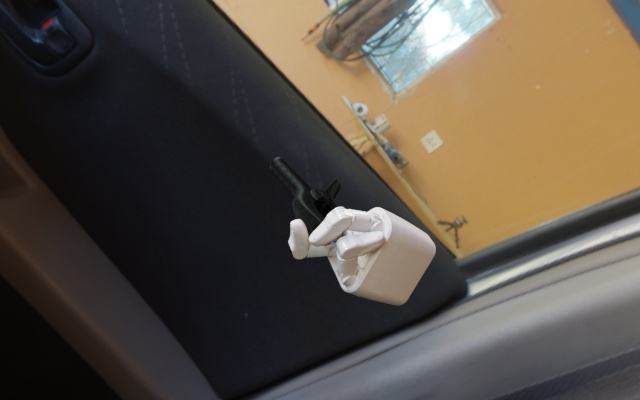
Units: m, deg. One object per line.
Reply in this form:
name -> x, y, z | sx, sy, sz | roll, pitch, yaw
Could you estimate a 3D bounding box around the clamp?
clamp -> 0.000, 0.002, 0.690 | 0.120, 0.039, 0.171 | 8, 36, -31
